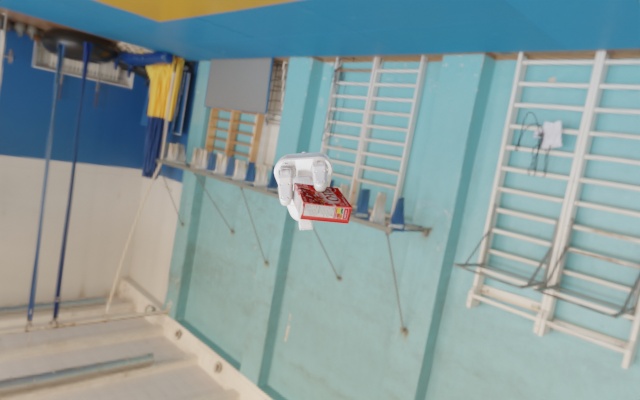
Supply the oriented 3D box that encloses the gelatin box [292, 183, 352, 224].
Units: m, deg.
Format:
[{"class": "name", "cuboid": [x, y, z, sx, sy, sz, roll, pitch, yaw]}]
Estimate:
[{"class": "gelatin box", "cuboid": [0.000, 0.003, 0.713, 0.073, 0.030, 0.089, 7, 19, -14]}]
